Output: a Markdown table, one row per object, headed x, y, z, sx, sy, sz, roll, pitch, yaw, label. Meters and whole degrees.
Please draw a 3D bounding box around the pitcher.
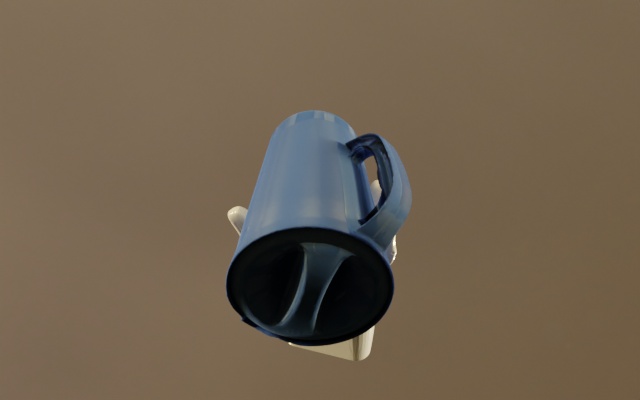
| x | y | z | sx | sy | sz | roll | pitch | yaw | label |
| --- | --- | --- | --- | --- | --- | --- | --- | --- | --- |
| 0.000 | 0.002 | 0.466 | 0.149 | 0.145 | 0.242 | -3 | 35 | 2 | pitcher |
